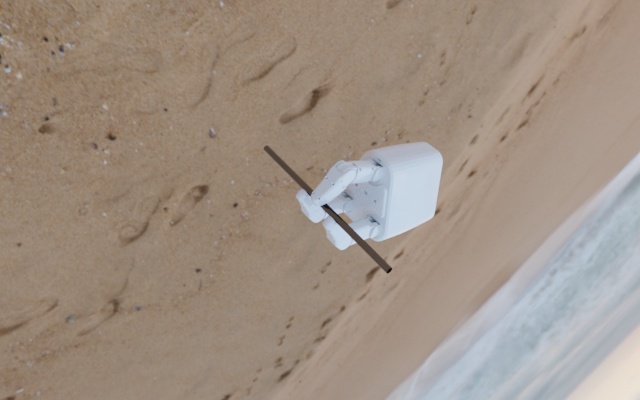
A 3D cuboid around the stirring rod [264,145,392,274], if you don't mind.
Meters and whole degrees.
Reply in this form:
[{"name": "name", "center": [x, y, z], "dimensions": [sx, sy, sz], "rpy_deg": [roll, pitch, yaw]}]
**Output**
[{"name": "stirring rod", "center": [0.000, 0.002, 0.558], "dimensions": [0.011, 0.011, 0.239], "rpy_deg": [0, 36, -47]}]
